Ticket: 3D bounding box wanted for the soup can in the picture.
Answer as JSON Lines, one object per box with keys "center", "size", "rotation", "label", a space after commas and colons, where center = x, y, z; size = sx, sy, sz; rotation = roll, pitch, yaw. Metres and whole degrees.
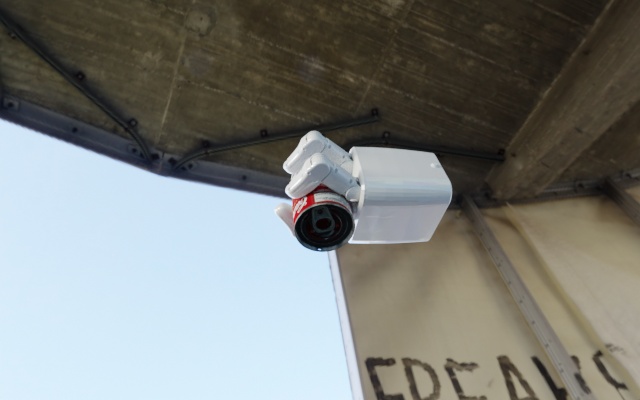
{"center": [0.000, 0.002, 0.564], "size": [0.068, 0.069, 0.102], "rotation": [0, 36, -7], "label": "soup can"}
